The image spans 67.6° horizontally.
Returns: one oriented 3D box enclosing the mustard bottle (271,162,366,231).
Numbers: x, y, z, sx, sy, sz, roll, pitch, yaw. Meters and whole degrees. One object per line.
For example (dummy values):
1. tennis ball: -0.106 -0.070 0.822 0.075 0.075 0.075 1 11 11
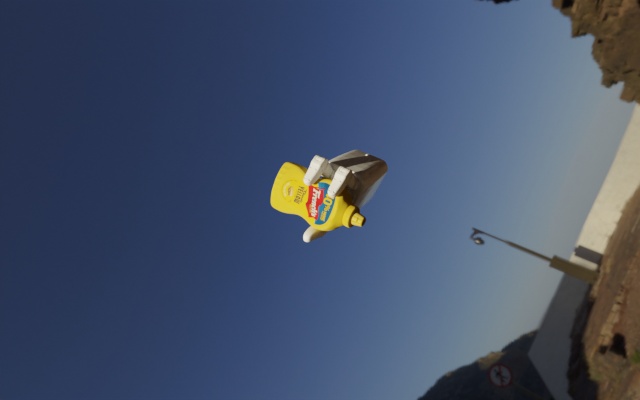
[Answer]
1. mustard bottle: 0.000 0.003 0.892 0.191 0.096 0.058 25 10 27
